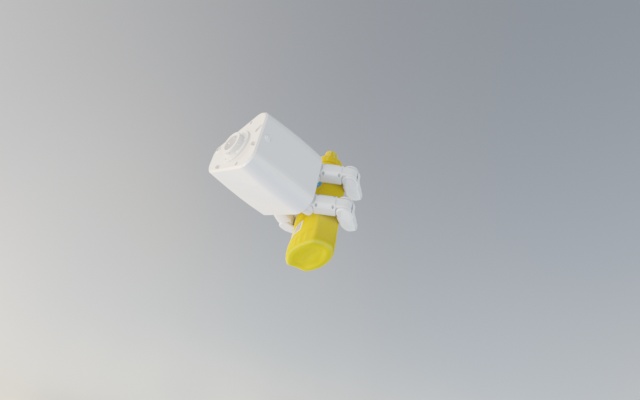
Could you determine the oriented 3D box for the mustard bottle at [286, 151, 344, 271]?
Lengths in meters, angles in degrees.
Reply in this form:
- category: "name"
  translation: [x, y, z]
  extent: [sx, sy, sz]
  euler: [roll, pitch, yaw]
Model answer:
- category: "mustard bottle"
  translation: [0.000, 0.003, 0.704]
  extent: [0.058, 0.191, 0.096]
  euler: [22, -36, -14]
